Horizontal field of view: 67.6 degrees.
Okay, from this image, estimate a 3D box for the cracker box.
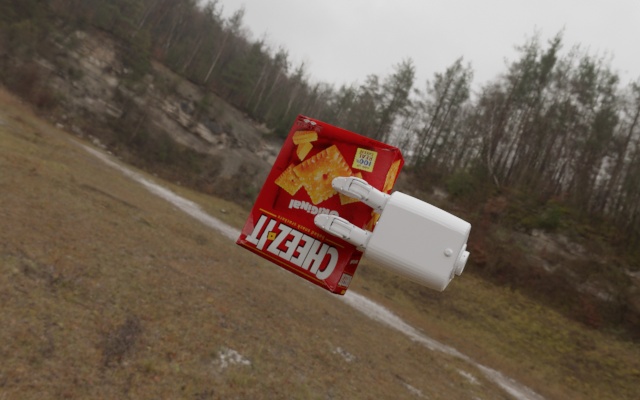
[{"bbox_3d":[0.000,0.002,0.680,0.164,0.213,0.072,23,-6,21],"label":"cracker box"}]
